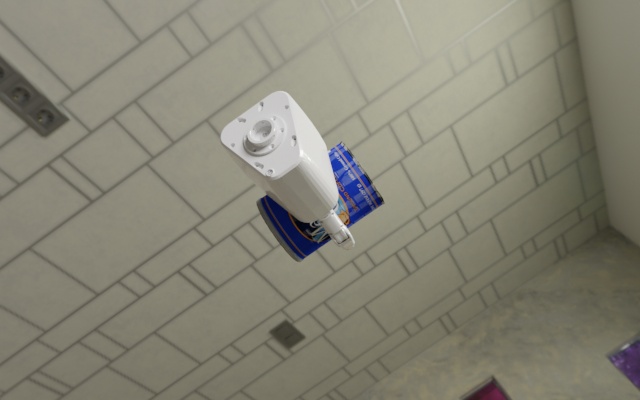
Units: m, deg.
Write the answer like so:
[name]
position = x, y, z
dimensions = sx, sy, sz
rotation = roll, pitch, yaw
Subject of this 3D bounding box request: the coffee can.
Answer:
[coffee can]
position = 0.000, 0.002, 0.644
dimensions = 0.140, 0.103, 0.103
rotation = -35, -2, 3
